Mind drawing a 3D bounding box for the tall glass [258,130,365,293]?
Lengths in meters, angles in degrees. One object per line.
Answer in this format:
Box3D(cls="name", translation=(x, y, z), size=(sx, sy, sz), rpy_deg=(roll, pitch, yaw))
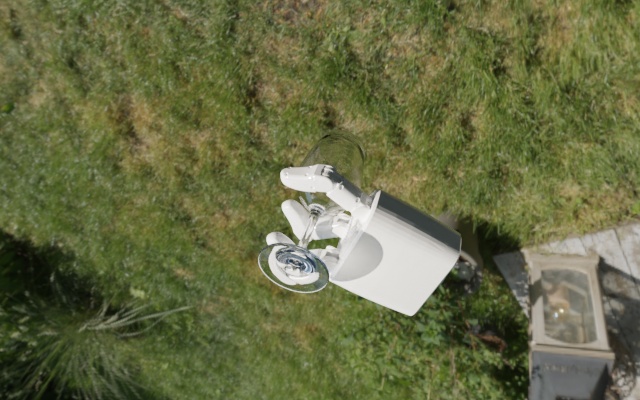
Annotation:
Box3D(cls="tall glass", translation=(0.000, 0.002, 0.539), size=(0.079, 0.079, 0.201), rpy_deg=(0, 42, 21))
